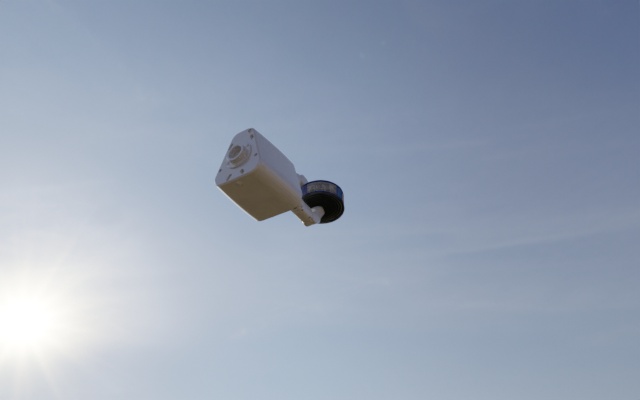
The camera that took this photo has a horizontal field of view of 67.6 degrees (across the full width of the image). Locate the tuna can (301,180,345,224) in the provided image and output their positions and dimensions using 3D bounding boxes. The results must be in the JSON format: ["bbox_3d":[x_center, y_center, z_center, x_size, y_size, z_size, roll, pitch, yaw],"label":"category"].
[{"bbox_3d":[0.000,0.002,0.858,0.086,0.033,0.086,0,-41,0],"label":"tuna can"}]
